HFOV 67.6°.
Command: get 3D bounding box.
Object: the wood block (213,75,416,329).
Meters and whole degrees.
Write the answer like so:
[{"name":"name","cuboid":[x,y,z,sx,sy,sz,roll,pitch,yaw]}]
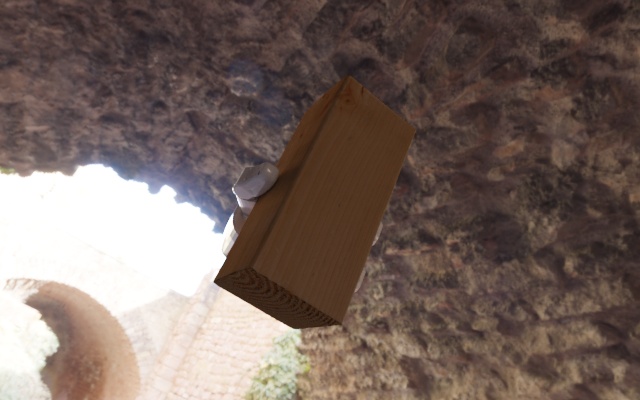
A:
[{"name":"wood block","cuboid":[0.000,0.001,0.437,0.091,0.206,0.090,34,-30,-18]}]
